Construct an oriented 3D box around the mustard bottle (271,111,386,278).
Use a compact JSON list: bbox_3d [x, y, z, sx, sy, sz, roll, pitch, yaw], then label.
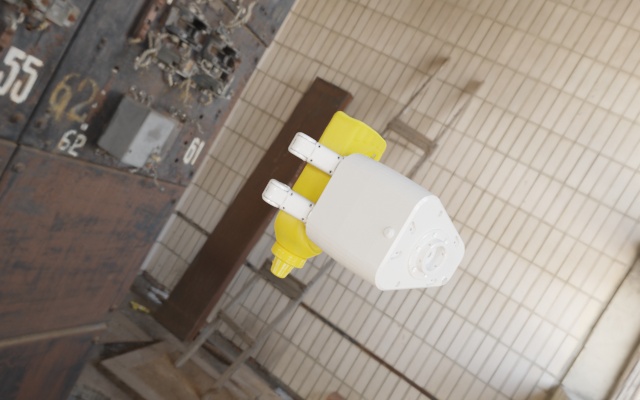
[{"bbox_3d":[0.000,0.001,0.535,0.058,0.191,0.096,32,4,23],"label":"mustard bottle"}]
